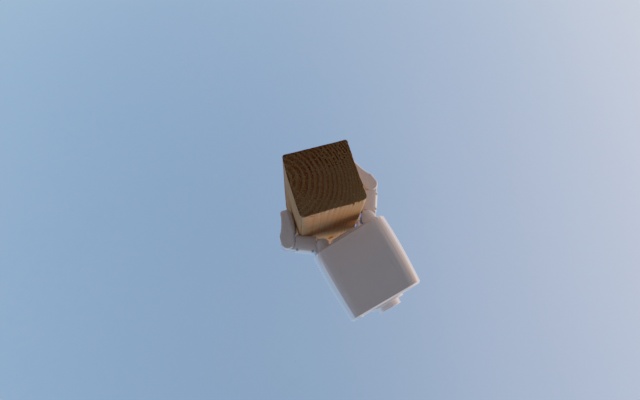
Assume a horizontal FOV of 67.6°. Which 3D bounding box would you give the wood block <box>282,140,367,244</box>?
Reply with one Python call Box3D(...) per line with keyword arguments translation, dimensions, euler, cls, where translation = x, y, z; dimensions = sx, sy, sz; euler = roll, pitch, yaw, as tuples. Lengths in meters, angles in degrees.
Box3D(translation=(0.000, 0.003, 0.701), dimensions=(0.091, 0.090, 0.206), euler=(-15, -17, -8), cls="wood block")
